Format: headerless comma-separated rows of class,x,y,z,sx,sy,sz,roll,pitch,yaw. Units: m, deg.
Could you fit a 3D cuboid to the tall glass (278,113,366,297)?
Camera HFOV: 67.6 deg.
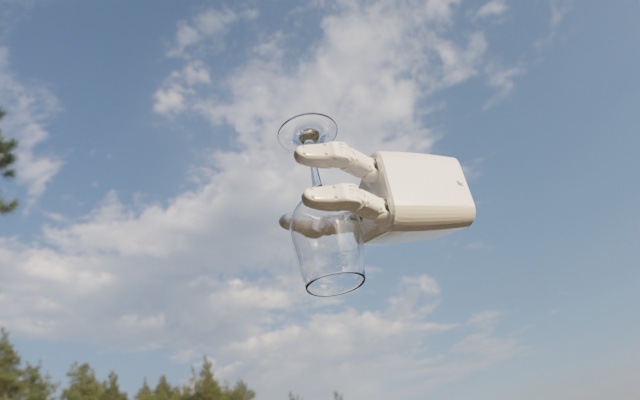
tall glass,0.000,0.001,0.534,0.079,0.201,0.079,-7,-31,-4
